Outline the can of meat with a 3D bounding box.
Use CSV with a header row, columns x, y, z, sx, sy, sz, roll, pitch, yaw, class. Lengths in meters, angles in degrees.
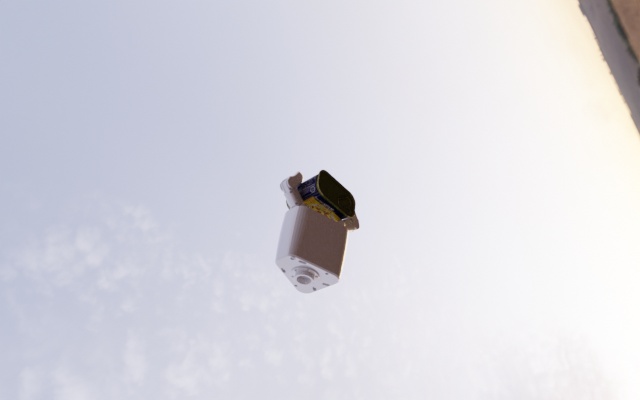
x,y,z,sx,sy,sz,roll,pitch,yaw,class
0.000,0.003,0.873,0.084,0.057,0.102,-27,-52,34,can of meat
